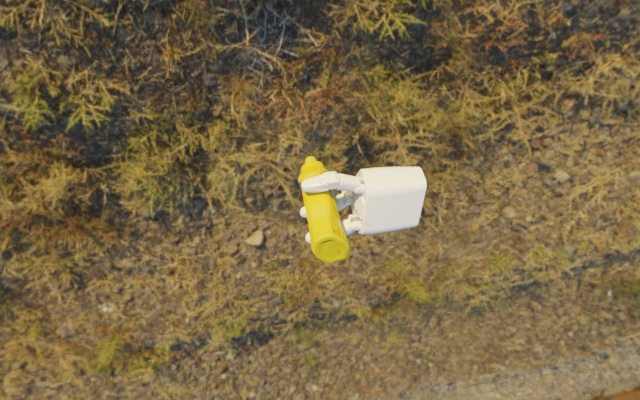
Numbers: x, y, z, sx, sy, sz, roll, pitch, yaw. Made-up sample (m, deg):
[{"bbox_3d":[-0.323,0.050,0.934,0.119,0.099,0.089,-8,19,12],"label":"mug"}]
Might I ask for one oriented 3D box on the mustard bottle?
[{"bbox_3d":[0.000,0.003,0.805,0.058,0.191,0.096,-19,-34,9],"label":"mustard bottle"}]
